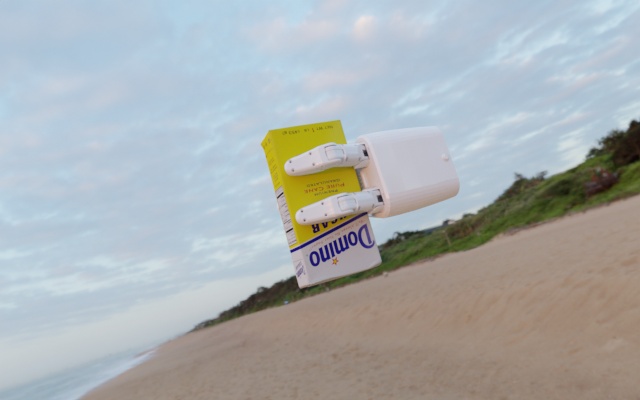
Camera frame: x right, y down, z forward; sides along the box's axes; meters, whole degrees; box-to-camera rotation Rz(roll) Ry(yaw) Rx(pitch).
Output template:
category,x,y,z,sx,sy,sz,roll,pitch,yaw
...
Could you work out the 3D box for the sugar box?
category,x,y,z,sx,sy,sz,roll,pitch,yaw
sugar box,0.000,0.002,0.543,0.093,0.176,0.048,-13,-11,-22
